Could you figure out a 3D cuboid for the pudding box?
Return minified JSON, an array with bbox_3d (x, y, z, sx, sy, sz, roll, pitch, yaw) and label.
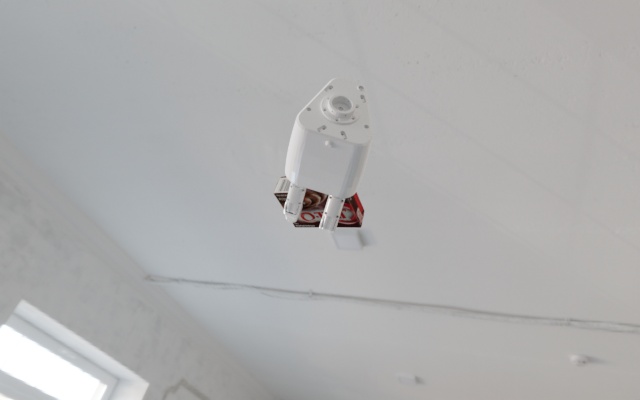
[{"bbox_3d":[0.000,0.002,0.707,0.113,0.039,0.090,0,-38,24],"label":"pudding box"}]
